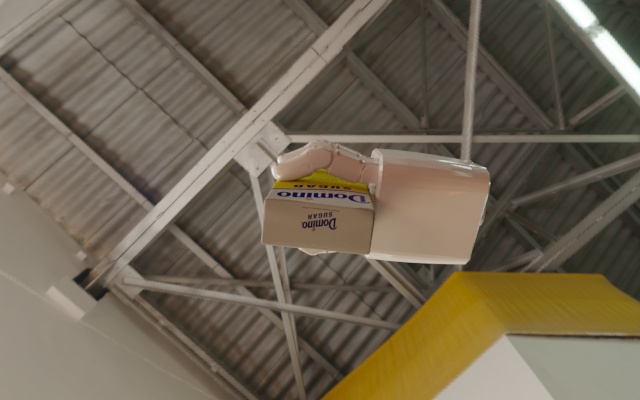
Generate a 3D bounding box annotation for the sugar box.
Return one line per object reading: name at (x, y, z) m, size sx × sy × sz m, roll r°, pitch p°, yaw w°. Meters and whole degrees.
sugar box at (0.000, 0.001, 0.472) m, size 0.093 × 0.048 × 0.176 m, roll 6°, pitch 11°, yaw -1°
